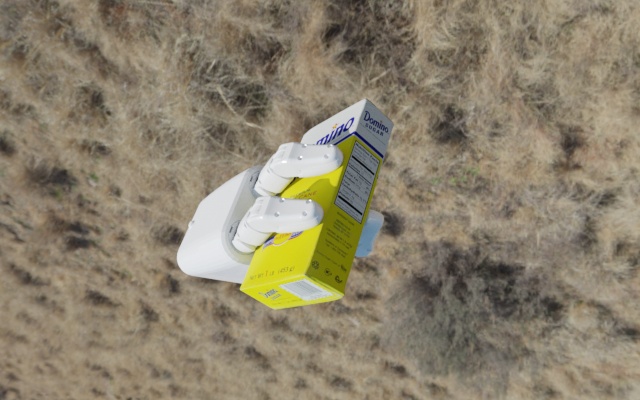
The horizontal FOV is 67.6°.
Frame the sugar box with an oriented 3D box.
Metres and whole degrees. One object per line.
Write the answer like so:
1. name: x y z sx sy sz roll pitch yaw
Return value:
1. sugar box: 0.000 0.001 0.411 0.048 0.176 0.093 35 -35 -28
